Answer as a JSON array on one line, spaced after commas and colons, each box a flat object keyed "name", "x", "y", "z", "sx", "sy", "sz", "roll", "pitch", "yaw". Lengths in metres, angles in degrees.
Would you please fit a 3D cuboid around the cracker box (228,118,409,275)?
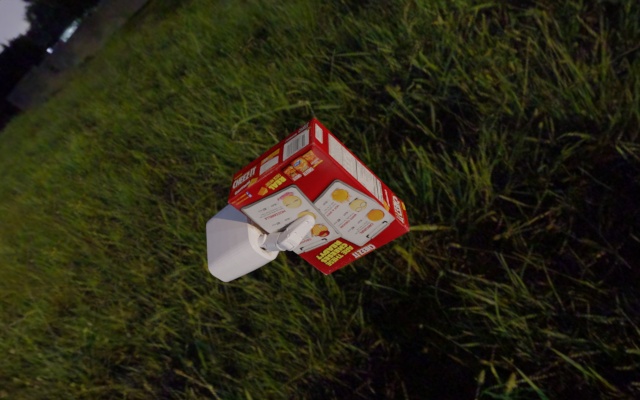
[{"name": "cracker box", "x": 0.000, "y": 0.002, "z": 0.701, "sx": 0.164, "sy": 0.072, "sz": 0.214, "roll": -32, "pitch": -54, "yaw": 28}]
